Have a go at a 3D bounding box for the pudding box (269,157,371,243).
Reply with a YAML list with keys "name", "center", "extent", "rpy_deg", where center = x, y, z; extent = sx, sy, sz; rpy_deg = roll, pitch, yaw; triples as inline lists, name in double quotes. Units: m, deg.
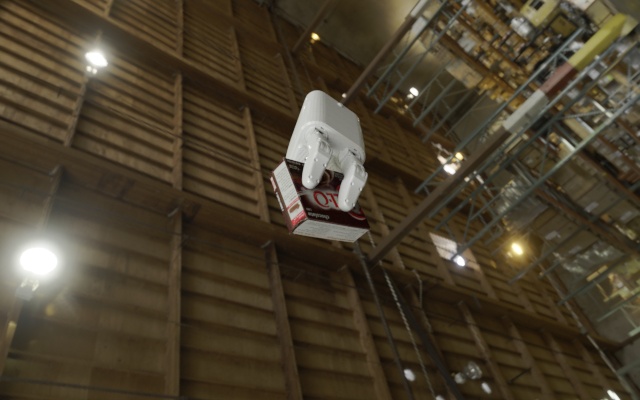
- name: "pudding box"
  center: [0.000, 0.002, 0.584]
  extent: [0.113, 0.090, 0.039]
  rpy_deg: [9, -44, -42]
